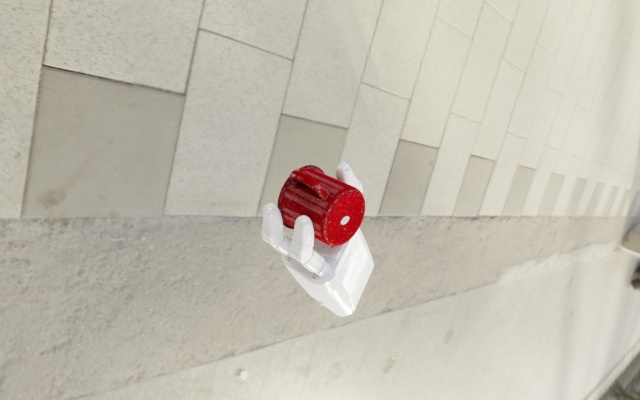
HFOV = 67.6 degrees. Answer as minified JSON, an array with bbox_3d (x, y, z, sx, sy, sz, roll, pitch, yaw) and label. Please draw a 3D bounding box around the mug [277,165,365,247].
[{"bbox_3d":[0.000,0.001,0.616,0.081,0.093,0.117,26,-23,39],"label":"mug"}]
